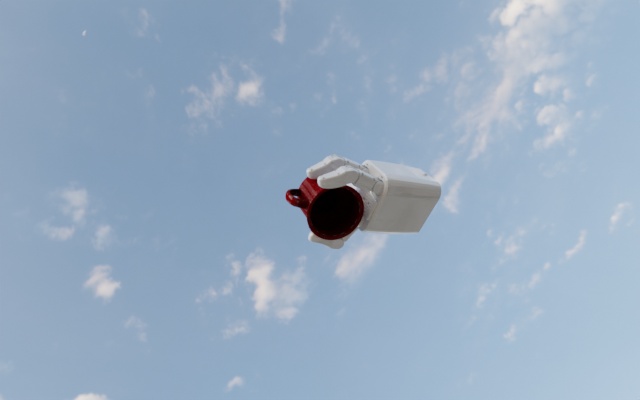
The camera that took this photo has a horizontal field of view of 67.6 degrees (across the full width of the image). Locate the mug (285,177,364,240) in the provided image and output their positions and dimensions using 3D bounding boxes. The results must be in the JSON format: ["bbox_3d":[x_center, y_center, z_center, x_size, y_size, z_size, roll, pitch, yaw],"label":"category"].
[{"bbox_3d":[-0.001,0.002,0.754,0.117,0.093,0.081,7,20,-22],"label":"mug"}]
